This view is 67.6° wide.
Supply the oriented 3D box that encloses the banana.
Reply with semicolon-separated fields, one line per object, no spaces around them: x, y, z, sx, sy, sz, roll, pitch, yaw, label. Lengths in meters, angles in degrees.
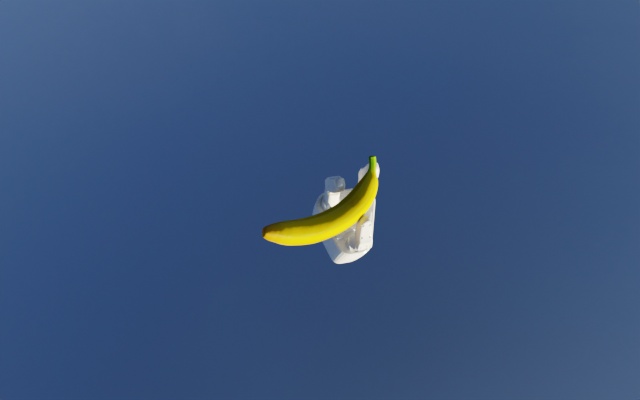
0.013;0.016;0.666;0.197;0.069;0.037;-35;7;-19;banana
